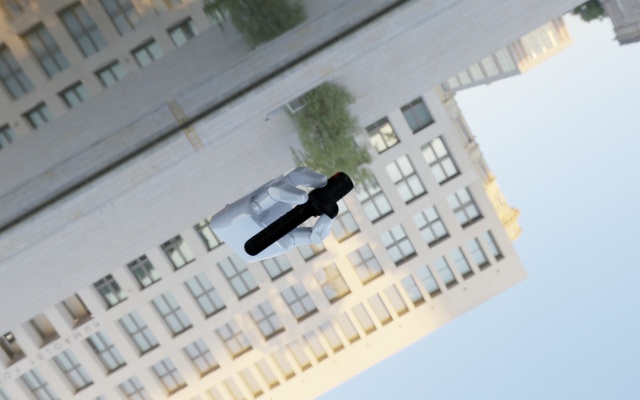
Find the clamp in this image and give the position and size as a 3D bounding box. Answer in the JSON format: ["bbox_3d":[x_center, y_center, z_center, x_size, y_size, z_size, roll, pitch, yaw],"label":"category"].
[{"bbox_3d":[0.001,0.003,0.694,0.164,0.036,0.210,-24,11,41],"label":"clamp"}]
